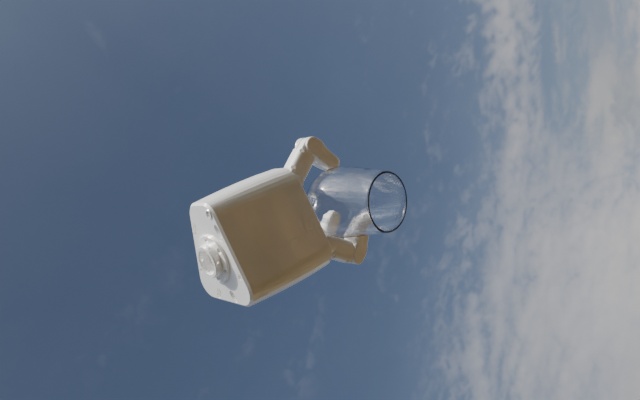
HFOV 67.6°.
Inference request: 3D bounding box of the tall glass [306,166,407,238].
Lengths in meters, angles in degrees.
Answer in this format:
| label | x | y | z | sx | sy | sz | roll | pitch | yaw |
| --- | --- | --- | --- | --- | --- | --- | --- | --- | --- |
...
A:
| label | x | y | z | sx | sy | sz | roll | pitch | yaw |
| --- | --- | --- | --- | --- | --- | --- | --- | --- | --- |
| tall glass | 0.000 | 0.002 | 0.547 | 0.079 | 0.079 | 0.201 | 0 | 0 | -43 |
